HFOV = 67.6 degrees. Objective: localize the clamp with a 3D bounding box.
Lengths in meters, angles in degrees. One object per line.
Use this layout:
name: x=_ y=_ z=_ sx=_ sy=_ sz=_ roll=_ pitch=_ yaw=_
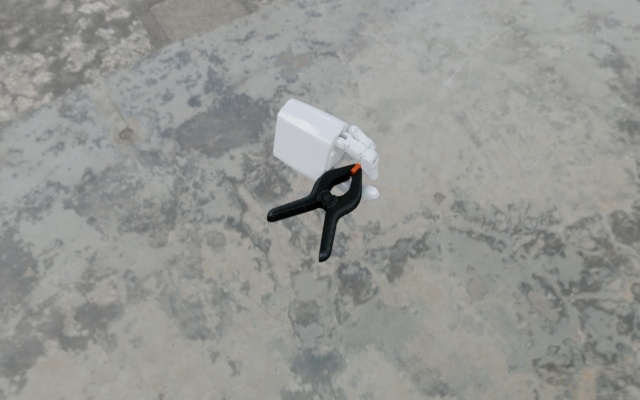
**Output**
clamp: x=0.000 y=0.002 z=0.753 sx=0.120 sy=0.171 sz=0.039 roll=30 pitch=-24 yaw=11
